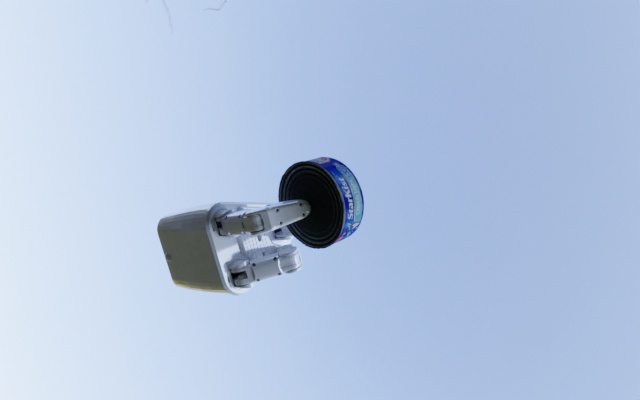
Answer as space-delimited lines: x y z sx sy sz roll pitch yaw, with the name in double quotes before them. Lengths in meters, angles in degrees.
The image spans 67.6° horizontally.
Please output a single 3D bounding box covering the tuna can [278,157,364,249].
"tuna can" 0.001 0.001 0.464 0.086 0.086 0.033 0 13 44
